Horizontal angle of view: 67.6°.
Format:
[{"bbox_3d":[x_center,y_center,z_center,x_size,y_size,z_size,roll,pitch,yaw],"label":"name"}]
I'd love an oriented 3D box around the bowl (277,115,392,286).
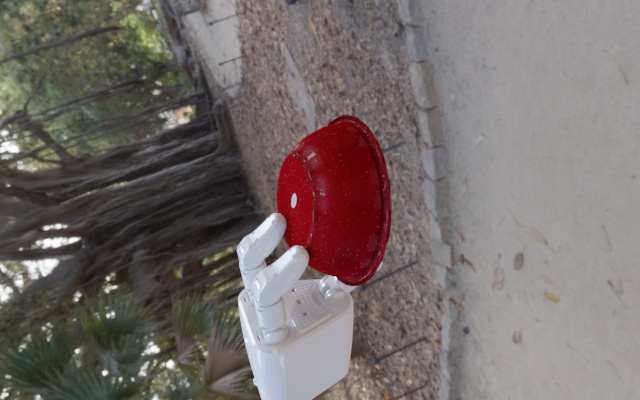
[{"bbox_3d":[0.000,0.000,0.443,0.055,0.162,0.162,-3,1,-25],"label":"bowl"}]
